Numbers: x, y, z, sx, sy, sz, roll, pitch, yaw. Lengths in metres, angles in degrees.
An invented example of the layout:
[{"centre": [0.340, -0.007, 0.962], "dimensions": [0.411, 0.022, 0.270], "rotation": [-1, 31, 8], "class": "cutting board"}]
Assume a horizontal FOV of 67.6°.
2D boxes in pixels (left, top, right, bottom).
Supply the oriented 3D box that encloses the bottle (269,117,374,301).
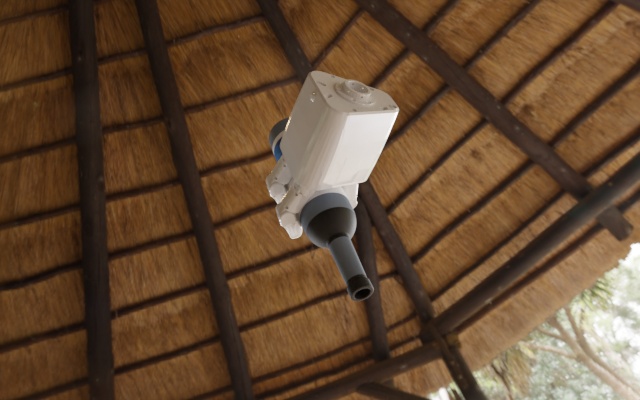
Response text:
[{"centre": [0.000, 0.002, 0.616], "dimensions": [0.069, 0.069, 0.295], "rotation": [0, 43, -25], "class": "bottle"}]
